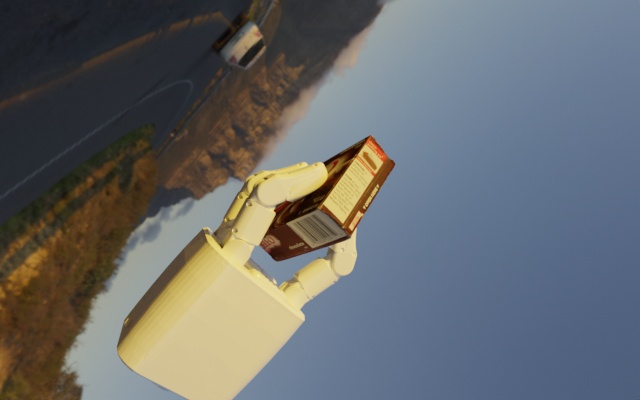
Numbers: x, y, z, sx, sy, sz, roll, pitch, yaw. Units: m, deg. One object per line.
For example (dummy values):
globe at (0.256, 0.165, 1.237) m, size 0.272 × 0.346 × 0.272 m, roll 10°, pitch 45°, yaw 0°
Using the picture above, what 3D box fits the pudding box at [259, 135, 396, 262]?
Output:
pudding box at (0.000, 0.002, 0.409) m, size 0.113 × 0.039 × 0.090 m, roll -22°, pitch 27°, yaw 51°
